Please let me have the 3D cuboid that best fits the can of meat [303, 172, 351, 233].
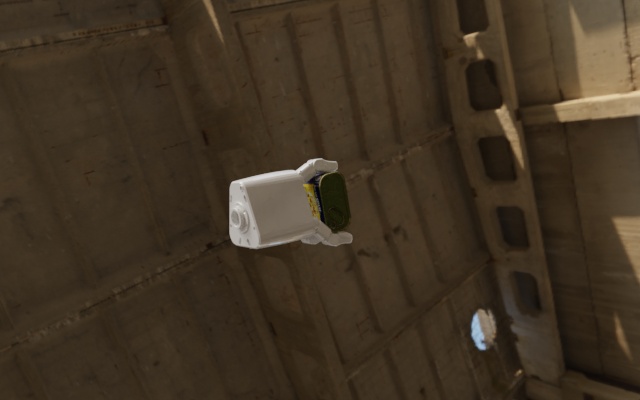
[{"bbox_3d":[0.000,0.003,0.838,0.057,0.102,0.084,-18,12,-39],"label":"can of meat"}]
